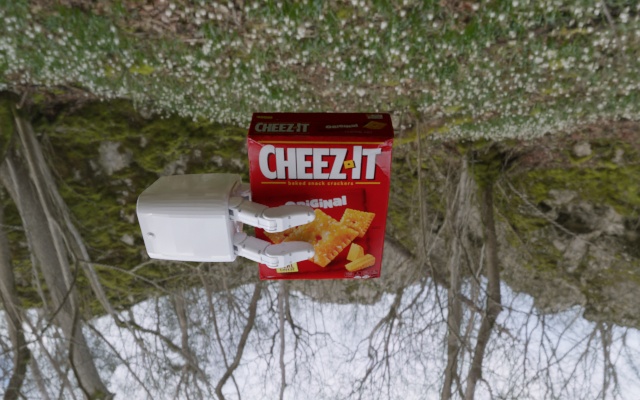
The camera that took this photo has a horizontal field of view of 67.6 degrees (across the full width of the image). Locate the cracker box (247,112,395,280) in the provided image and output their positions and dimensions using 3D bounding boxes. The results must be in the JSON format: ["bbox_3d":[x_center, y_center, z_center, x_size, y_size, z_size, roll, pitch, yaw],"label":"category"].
[{"bbox_3d":[0.000,0.002,0.595,0.164,0.214,0.072,0,35,0],"label":"cracker box"}]
